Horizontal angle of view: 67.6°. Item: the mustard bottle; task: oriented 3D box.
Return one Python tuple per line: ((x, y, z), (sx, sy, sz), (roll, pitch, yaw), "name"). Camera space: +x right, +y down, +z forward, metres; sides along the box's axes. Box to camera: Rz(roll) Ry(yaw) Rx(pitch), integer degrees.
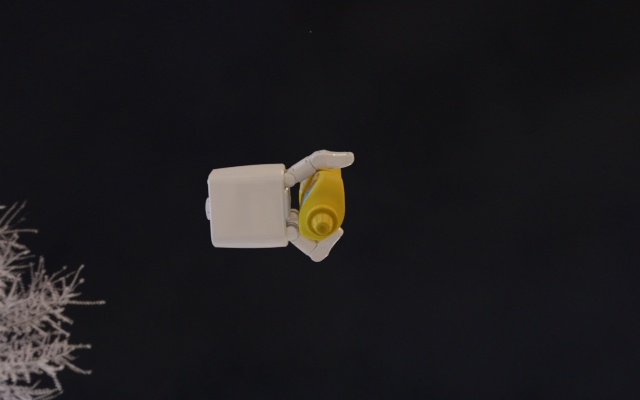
((0.000, 0.002, 0.675), (0.058, 0.096, 0.191), (21, 18, -8), "mustard bottle")
